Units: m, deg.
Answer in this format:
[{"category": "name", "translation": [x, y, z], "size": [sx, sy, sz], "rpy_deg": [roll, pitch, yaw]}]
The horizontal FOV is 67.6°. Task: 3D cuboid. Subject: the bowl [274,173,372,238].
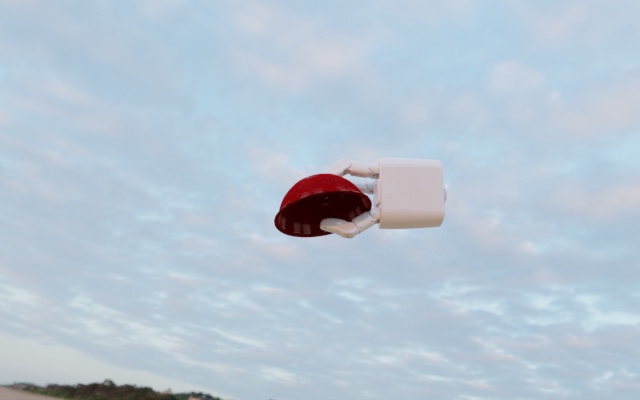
[{"category": "bowl", "translation": [-0.001, 0.002, 0.781], "size": [0.162, 0.055, 0.162], "rpy_deg": [-10, -27, -5]}]
